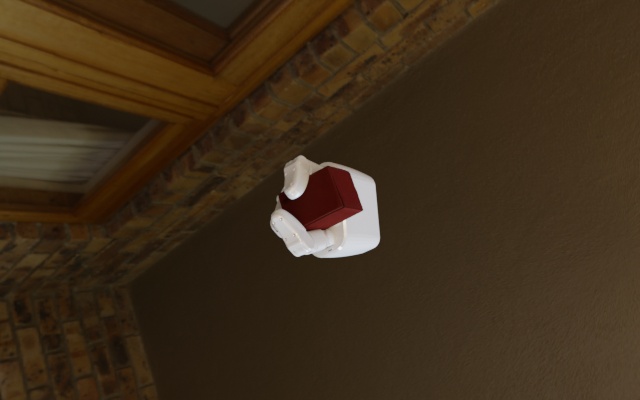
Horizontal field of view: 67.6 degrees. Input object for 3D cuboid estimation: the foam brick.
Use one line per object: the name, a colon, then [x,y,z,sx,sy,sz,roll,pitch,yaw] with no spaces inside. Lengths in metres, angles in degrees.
foam brick: [0.000,0.002,0.553,0.078,0.053,0.051,-28,-19,28]
